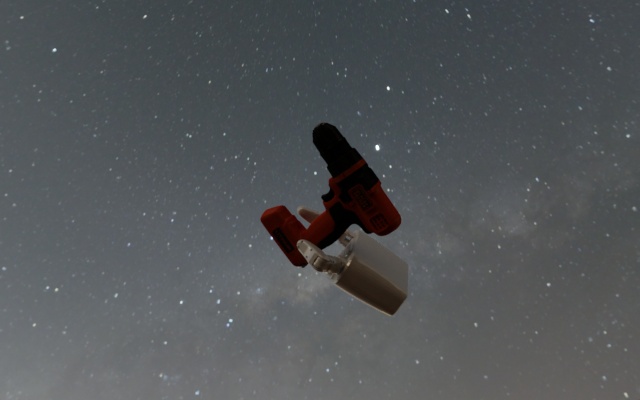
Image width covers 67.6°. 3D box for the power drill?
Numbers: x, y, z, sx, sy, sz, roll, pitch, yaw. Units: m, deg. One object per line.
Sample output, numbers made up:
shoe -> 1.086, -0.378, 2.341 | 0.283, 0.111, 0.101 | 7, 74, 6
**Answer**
power drill -> 0.000, 0.003, 0.708 | 0.188, 0.184, 0.057 | -34, 2, 30
